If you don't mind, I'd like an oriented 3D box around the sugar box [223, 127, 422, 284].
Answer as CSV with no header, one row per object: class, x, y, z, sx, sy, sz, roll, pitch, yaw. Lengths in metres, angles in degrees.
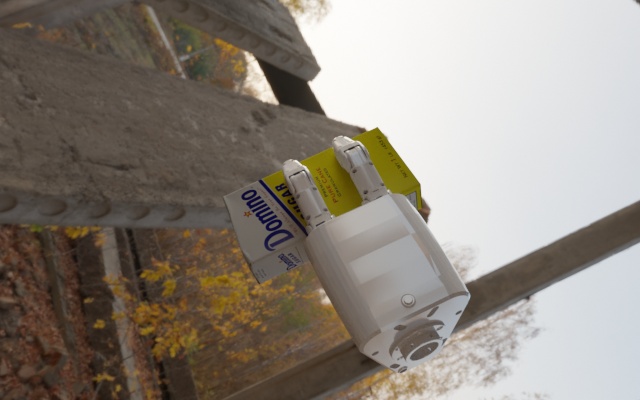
sugar box,0.000,0.001,0.471,0.176,0.093,0.048,-24,-38,-7
